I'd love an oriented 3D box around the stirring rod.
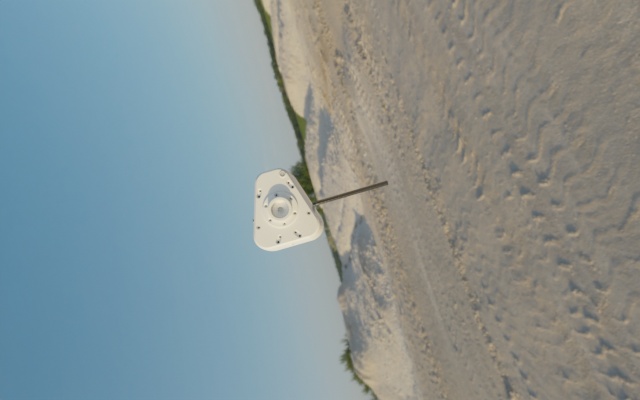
[{"bbox_3d":[0.000,0.003,0.822,0.239,0.011,0.011,-16,0,0],"label":"stirring rod"}]
